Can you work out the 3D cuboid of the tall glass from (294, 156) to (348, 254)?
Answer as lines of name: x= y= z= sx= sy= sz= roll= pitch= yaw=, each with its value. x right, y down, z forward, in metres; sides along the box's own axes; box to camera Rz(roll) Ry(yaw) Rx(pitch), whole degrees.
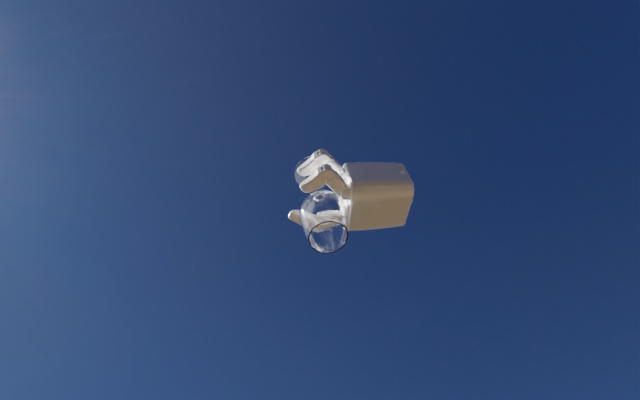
tall glass: x=0.000 y=0.002 z=0.805 sx=0.079 sy=0.079 sz=0.201 roll=0 pitch=33 yaw=-8
